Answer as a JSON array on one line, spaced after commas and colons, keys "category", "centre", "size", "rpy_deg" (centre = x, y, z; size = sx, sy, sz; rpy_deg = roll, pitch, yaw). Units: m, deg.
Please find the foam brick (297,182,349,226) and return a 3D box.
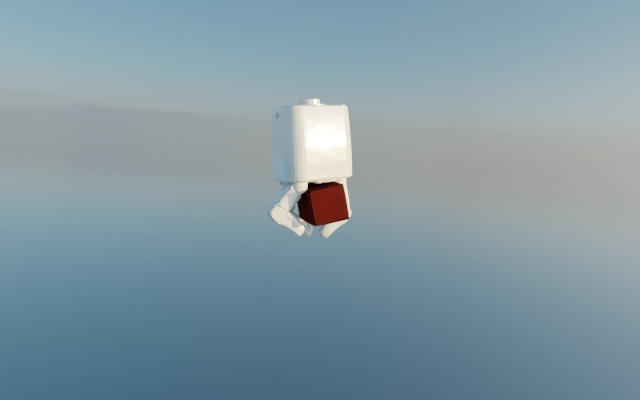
[{"category": "foam brick", "centre": [0.000, 0.002, 0.693], "size": [0.053, 0.051, 0.078], "rpy_deg": [-12, 11, -19]}]
